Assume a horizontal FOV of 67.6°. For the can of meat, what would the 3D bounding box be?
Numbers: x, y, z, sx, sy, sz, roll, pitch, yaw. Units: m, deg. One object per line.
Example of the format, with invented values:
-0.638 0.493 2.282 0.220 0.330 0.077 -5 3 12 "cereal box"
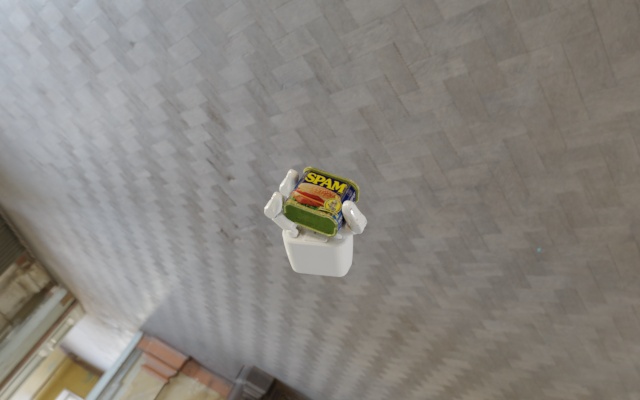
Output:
0.000 0.003 0.777 0.102 0.084 0.057 20 -36 17 "can of meat"
